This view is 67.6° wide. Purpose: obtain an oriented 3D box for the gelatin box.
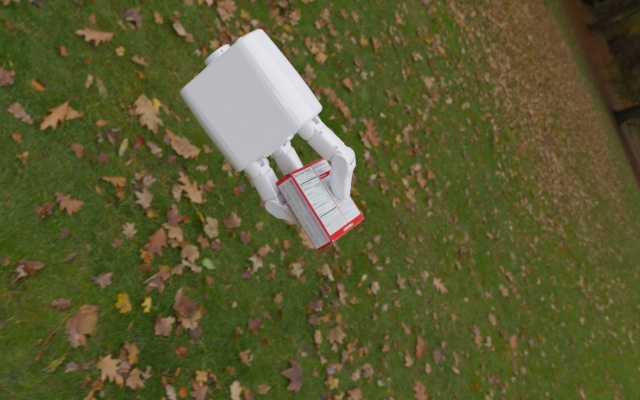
[{"bbox_3d":[0.001,0.002,0.537,0.030,0.089,0.073,-34,-2,37],"label":"gelatin box"}]
